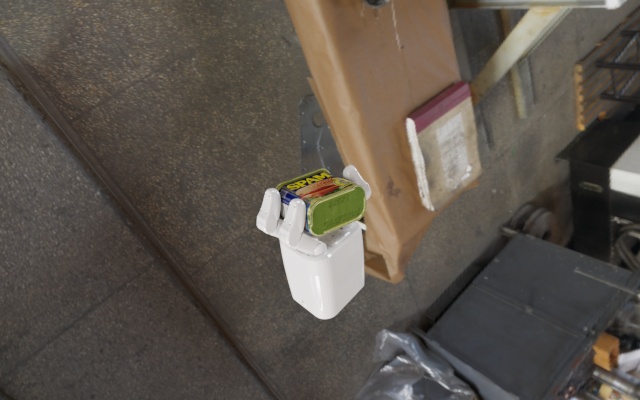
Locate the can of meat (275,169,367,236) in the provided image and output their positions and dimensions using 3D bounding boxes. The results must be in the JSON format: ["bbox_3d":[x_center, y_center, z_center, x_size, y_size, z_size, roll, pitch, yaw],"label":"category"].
[{"bbox_3d":[0.000,0.002,0.655,0.102,0.057,0.084,-22,29,-32],"label":"can of meat"}]
